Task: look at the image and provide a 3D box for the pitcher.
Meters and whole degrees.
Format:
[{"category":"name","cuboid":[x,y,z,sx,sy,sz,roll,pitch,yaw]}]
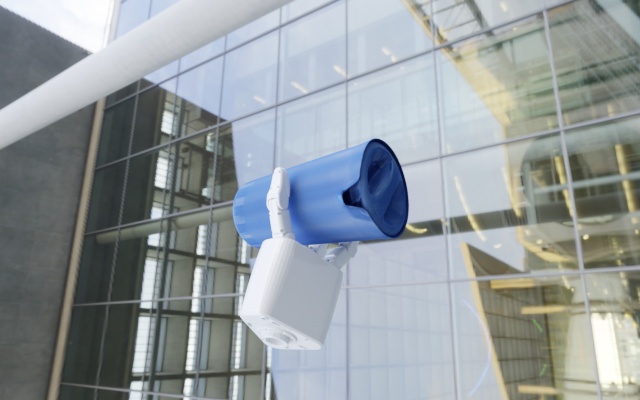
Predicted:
[{"category":"pitcher","cuboid":[0.000,0.002,0.695,0.243,0.145,0.149,-11,-42,34]}]
